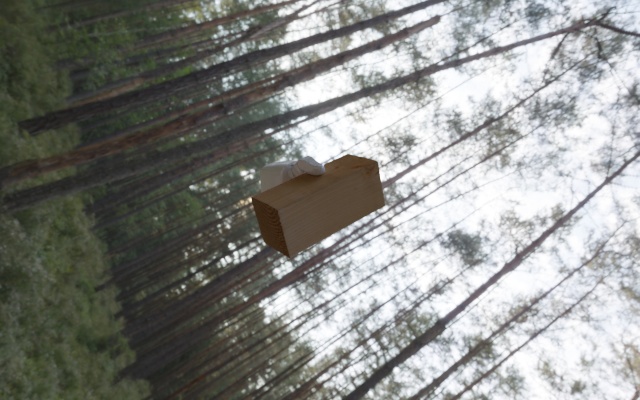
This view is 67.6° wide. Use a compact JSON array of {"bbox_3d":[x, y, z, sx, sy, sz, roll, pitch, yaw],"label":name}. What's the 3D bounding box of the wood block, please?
[{"bbox_3d":[0.000,0.002,0.815,0.206,0.091,0.090,-27,28,-27],"label":"wood block"}]
